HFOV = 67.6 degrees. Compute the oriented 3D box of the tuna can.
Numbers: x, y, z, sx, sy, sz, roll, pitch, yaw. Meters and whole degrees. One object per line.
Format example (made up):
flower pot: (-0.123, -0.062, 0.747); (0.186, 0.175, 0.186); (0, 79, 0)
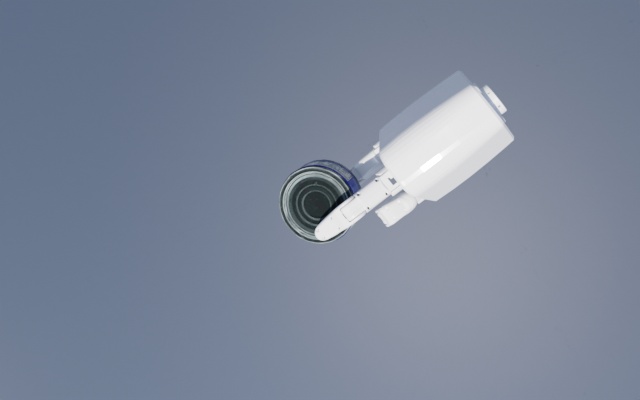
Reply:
tuna can: (0.000, 0.002, 0.507); (0.086, 0.086, 0.033); (0, 15, 19)
